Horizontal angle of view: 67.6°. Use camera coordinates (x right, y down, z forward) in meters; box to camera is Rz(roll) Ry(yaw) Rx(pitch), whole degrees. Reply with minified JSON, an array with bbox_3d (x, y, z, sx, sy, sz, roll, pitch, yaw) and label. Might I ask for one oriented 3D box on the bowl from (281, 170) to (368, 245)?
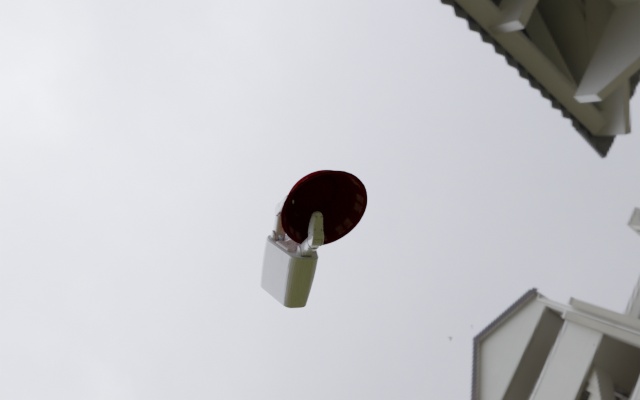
[{"bbox_3d":[0.001,0.001,0.853,0.162,0.162,0.055,0,34,-24],"label":"bowl"}]
